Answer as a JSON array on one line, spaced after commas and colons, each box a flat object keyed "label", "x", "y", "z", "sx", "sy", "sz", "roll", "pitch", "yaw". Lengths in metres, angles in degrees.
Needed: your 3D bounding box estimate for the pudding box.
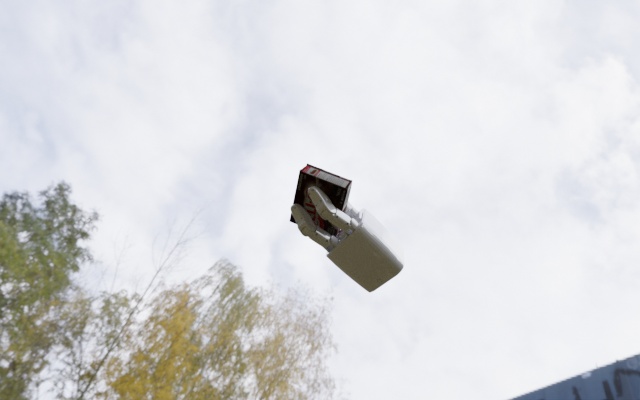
[{"label": "pudding box", "x": 0.000, "y": 0.003, "z": 0.830, "sx": 0.090, "sy": 0.114, "sz": 0.039, "roll": 21, "pitch": 33, "yaw": 12}]
